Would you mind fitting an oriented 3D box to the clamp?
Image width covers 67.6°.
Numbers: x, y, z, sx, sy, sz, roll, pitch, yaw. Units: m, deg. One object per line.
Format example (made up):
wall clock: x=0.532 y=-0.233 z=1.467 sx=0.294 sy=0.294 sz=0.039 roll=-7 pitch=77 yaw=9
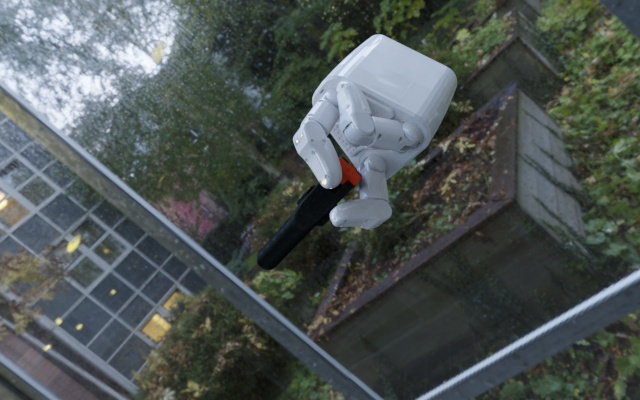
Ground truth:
clamp: x=0.000 y=0.001 z=0.491 sx=0.171 sy=0.039 sz=0.120 roll=-44 pitch=8 yaw=50
